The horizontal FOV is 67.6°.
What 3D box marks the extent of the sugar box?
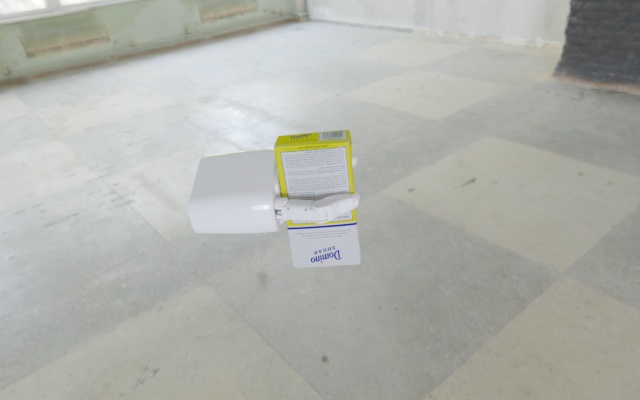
[{"bbox_3d":[0.000,0.002,0.614,0.093,0.176,0.048,-4,29,5],"label":"sugar box"}]
